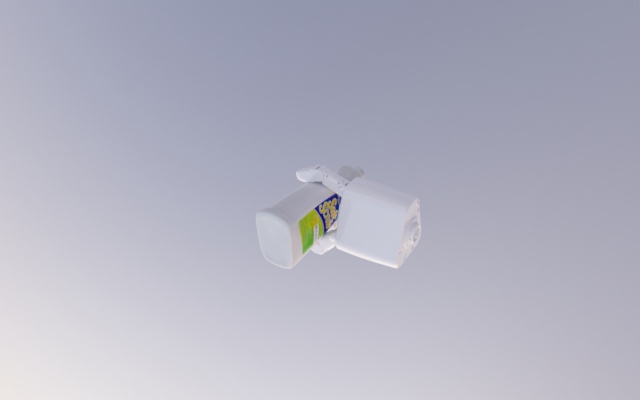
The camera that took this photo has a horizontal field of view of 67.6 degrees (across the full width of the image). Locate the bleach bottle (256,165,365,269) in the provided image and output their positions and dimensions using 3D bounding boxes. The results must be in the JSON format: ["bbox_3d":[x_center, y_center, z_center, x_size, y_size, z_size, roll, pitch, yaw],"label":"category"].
[{"bbox_3d":[0.000,0.003,0.789,0.068,0.103,0.250,18,39,29],"label":"bleach bottle"}]
